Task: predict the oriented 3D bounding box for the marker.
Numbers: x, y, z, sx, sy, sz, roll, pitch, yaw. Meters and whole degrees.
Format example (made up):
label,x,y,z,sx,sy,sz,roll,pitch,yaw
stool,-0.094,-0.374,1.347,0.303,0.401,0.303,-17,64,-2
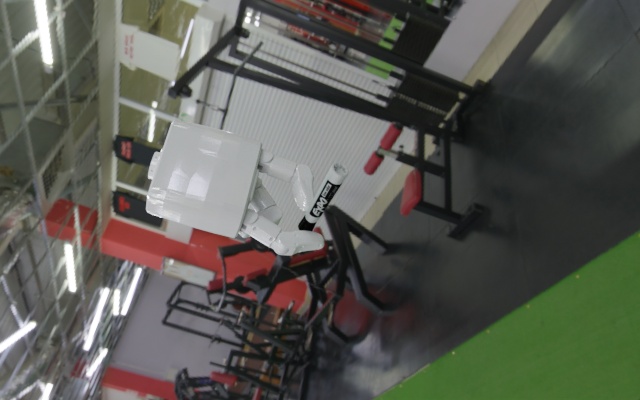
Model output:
label,x,y,z,sx,sy,sz,roll,pitch,yaw
marker,0.000,0.002,0.530,0.020,0.020,0.121,0,-34,-24
